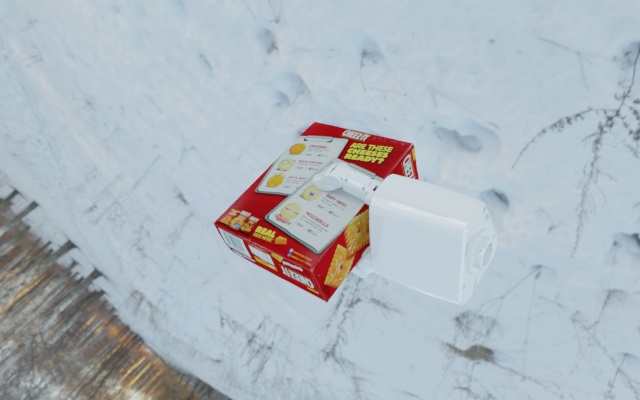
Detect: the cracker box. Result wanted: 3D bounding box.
[{"bbox_3d":[0.000,0.002,0.603,0.164,0.072,0.213,19,55,35],"label":"cracker box"}]
